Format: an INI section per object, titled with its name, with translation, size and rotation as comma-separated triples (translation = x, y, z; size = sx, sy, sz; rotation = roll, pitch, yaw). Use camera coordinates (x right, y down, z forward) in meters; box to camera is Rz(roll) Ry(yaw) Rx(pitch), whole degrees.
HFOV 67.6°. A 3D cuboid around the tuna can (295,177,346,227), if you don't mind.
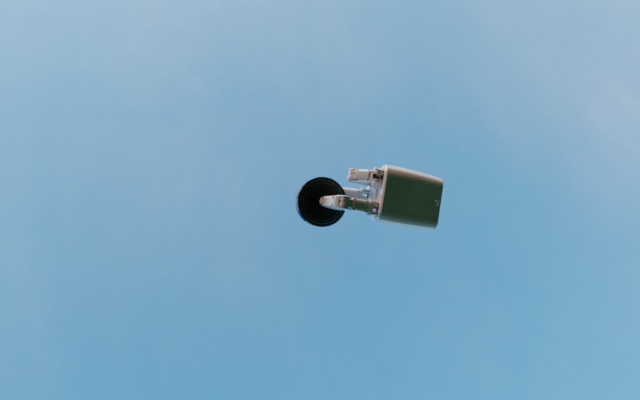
[tuna can]
translation = 0.000, 0.003, 0.826
size = 0.086, 0.086, 0.034
rotation = 0, -1, -13
